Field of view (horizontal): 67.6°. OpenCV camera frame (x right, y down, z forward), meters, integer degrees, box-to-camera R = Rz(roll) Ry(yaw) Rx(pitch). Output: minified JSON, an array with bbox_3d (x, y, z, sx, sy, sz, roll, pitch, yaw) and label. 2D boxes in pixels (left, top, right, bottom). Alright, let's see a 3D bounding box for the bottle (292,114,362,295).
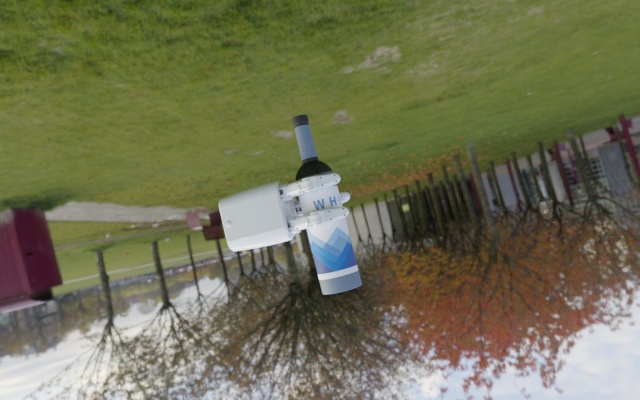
[{"bbox_3d":[0.000,0.003,0.790,0.069,0.295,0.069,-14,-4,-1],"label":"bottle"}]
